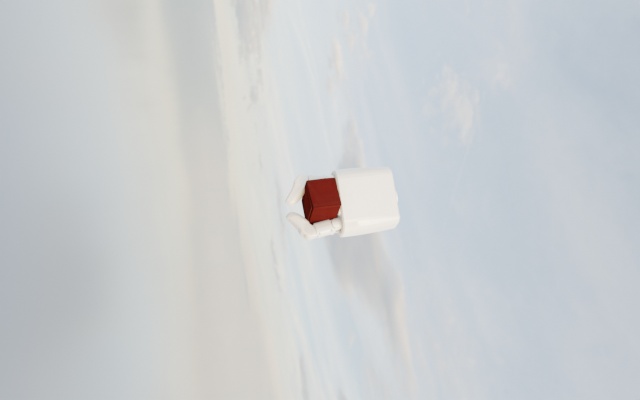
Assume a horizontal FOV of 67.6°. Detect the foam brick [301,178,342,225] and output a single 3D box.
[{"bbox_3d":[0.000,0.003,0.815,0.051,0.053,0.078,-7,-24,-12],"label":"foam brick"}]
